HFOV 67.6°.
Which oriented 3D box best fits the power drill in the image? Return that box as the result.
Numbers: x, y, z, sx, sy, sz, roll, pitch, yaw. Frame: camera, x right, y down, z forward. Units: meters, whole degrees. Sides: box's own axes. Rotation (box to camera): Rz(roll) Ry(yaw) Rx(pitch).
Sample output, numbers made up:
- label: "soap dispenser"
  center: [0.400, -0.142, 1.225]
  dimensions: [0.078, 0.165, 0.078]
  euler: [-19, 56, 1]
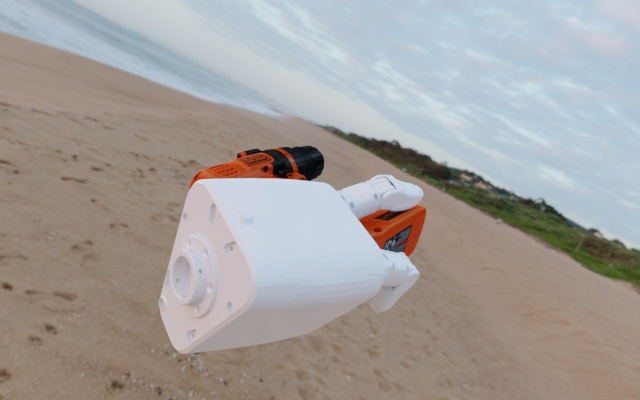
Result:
- label: "power drill"
  center: [0.000, 0.002, 0.458]
  dimensions: [0.187, 0.057, 0.184]
  euler: [24, 28, 27]
